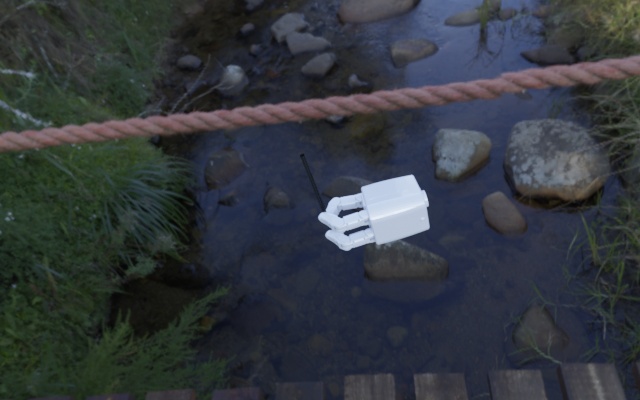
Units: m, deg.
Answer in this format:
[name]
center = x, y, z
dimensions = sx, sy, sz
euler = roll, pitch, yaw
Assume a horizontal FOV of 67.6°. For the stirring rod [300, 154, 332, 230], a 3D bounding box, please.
[stirring rod]
center = 0.000, 0.003, 0.887
dimensions = 0.011, 0.011, 0.240
euler = 0, -41, 20
